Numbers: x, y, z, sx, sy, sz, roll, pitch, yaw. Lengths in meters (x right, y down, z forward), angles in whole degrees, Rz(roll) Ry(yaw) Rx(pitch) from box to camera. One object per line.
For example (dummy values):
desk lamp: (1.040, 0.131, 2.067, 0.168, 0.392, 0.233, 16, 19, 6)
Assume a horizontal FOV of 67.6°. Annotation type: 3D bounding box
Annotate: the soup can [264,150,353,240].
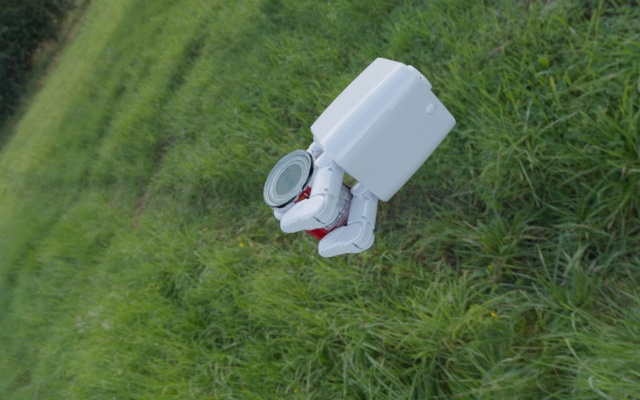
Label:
soup can: (0.000, 0.002, 0.495, 0.068, 0.068, 0.102, 0, -28, 48)
